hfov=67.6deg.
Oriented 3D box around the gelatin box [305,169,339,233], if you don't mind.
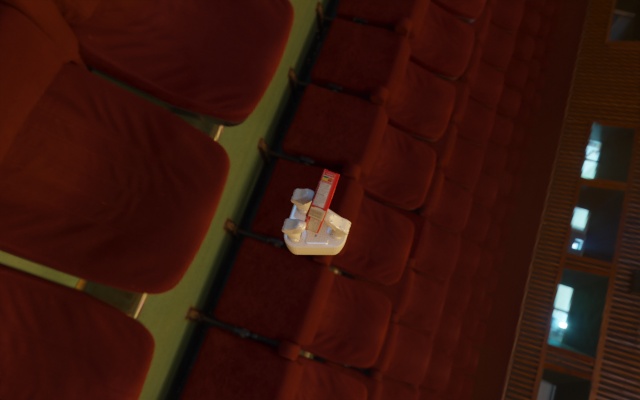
[{"bbox_3d":[0.001,0.003,0.782,0.030,0.073,0.089,20,-29,0],"label":"gelatin box"}]
